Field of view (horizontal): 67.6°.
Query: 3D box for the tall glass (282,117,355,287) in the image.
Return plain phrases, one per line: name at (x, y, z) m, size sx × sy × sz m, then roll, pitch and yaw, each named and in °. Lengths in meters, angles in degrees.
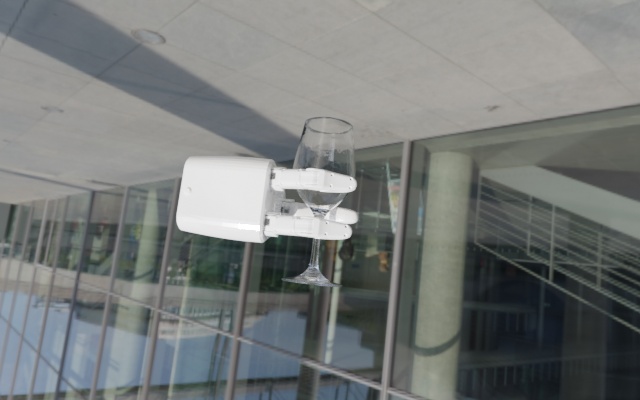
tall glass at (0.000, 0.003, 0.590) m, size 0.079 × 0.201 × 0.079 m, roll 6°, pitch -8°, yaw 1°
